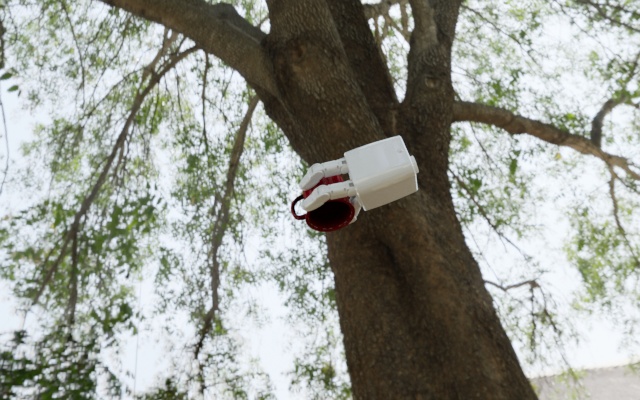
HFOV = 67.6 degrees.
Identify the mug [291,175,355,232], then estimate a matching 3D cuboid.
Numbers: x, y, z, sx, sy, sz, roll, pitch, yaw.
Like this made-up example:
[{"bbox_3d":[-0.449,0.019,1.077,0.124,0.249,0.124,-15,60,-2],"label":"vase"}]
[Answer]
[{"bbox_3d":[-0.001,0.003,0.900,0.117,0.081,0.093,-18,-40,6],"label":"mug"}]
